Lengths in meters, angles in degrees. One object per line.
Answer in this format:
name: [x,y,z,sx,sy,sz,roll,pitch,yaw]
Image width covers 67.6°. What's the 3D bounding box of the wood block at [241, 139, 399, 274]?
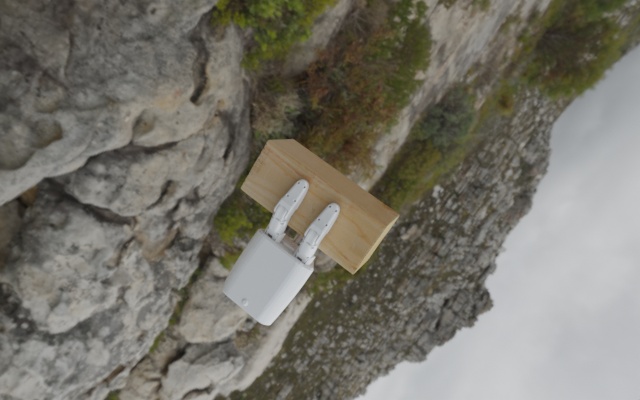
wood block: [0.000,0.003,0.704,0.206,0.090,0.091,36,18,12]
